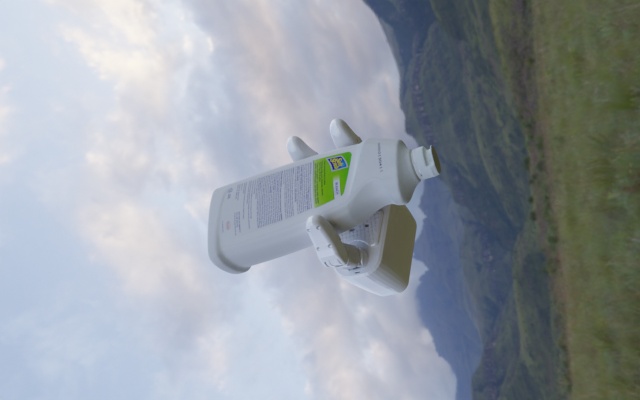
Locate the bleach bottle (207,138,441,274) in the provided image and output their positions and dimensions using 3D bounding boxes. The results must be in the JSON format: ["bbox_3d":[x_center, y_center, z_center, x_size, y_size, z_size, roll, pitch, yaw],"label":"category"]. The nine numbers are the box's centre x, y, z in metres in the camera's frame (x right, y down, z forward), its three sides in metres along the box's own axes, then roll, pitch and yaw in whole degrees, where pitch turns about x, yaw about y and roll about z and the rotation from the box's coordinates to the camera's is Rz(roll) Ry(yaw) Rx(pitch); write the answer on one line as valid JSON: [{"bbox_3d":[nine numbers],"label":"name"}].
[{"bbox_3d":[0.000,0.002,0.498,0.251,0.102,0.068,-17,-29,24],"label":"bleach bottle"}]
